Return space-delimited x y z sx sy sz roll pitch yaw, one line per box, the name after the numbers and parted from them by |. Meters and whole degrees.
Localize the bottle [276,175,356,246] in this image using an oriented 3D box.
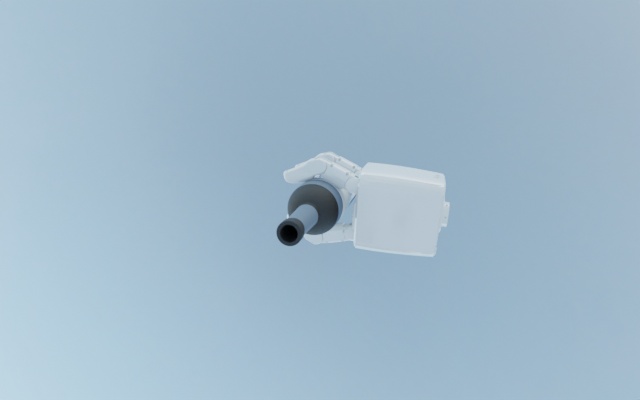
0.000 0.002 0.627 0.069 0.069 0.295 0 13 13 | bottle
